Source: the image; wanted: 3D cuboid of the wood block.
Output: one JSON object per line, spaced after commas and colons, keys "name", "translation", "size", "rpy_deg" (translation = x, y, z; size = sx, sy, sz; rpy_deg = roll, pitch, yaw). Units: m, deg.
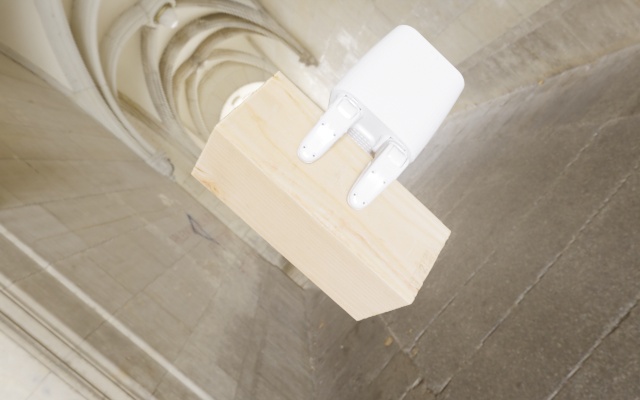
{"name": "wood block", "translation": [0.000, 0.001, 0.428], "size": [0.090, 0.206, 0.091], "rpy_deg": [-51, 6, -33]}
